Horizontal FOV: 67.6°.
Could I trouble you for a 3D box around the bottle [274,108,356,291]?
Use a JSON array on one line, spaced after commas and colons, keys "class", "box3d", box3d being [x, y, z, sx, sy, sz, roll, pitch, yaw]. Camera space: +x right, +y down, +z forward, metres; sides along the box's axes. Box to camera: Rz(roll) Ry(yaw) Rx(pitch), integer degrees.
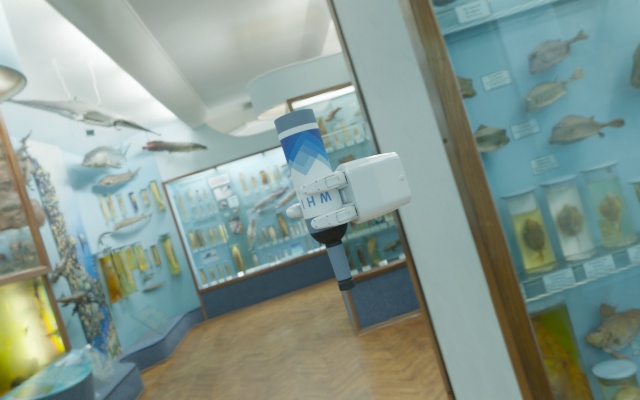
[{"class": "bottle", "box3d": [0.000, 0.002, 0.774, 0.069, 0.295, 0.069, -18, 1, 0]}]
